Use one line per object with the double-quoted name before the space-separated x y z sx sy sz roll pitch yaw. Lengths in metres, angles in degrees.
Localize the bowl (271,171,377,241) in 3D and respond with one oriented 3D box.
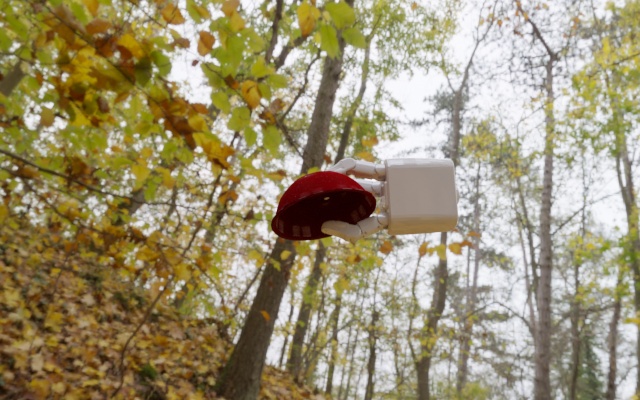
"bowl" -0.001 0.002 0.721 0.162 0.055 0.162 -12 -26 -6
